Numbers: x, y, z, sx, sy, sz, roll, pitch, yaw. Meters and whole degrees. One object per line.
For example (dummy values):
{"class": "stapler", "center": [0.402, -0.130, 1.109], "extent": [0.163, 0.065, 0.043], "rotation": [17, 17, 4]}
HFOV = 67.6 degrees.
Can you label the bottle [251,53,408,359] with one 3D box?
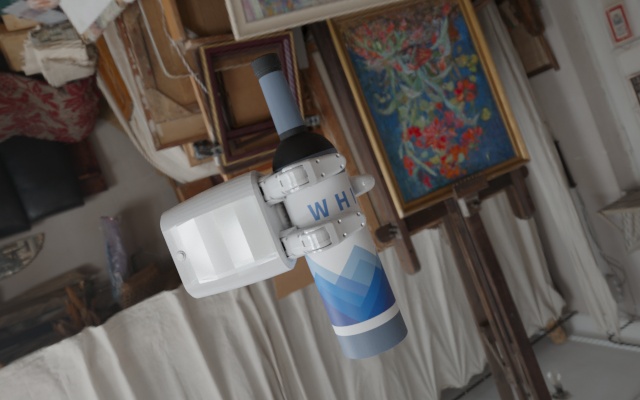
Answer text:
{"class": "bottle", "center": [0.000, 0.002, 0.461], "extent": [0.069, 0.296, 0.069], "rotation": [-22, 2, 1]}
